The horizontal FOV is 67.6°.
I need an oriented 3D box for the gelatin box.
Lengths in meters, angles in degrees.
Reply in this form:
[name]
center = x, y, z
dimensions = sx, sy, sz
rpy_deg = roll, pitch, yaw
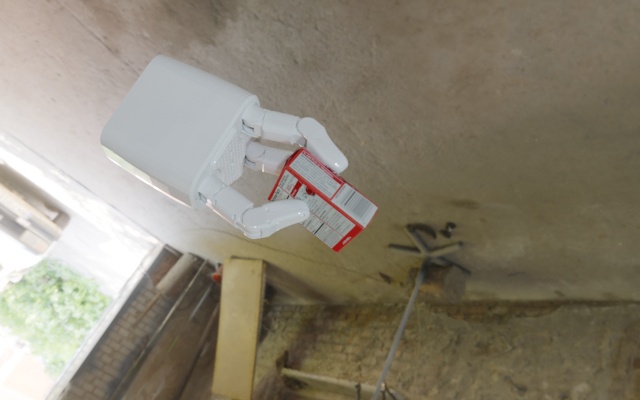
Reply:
[gelatin box]
center = 0.000, 0.002, 0.437
dimensions = 0.089, 0.030, 0.073
rpy_deg = 38, -29, 1
